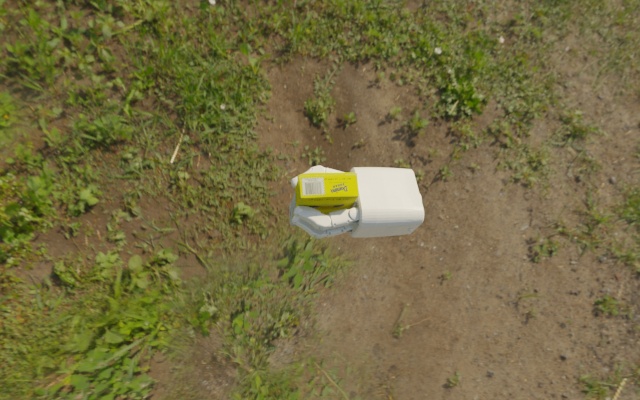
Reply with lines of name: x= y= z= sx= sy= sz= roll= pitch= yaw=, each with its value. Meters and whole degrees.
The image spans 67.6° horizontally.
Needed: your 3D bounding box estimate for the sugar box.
sugar box: x=0.000 y=0.003 z=0.803 sx=0.093 sy=0.048 sz=0.176 roll=-1 pitch=-19 yaw=-8
